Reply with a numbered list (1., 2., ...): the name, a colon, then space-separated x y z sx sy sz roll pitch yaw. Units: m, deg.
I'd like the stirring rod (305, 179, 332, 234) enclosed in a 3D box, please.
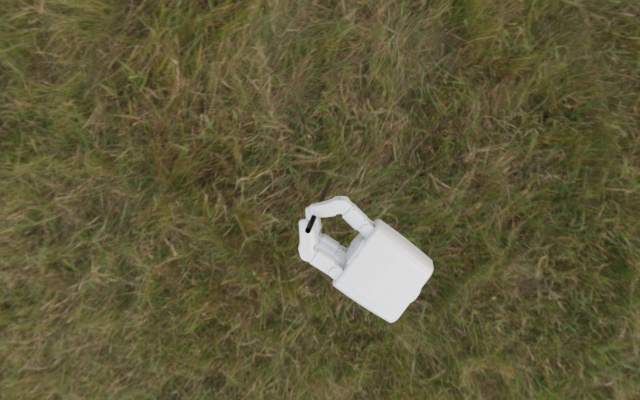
1. stirring rod: 0.000 0.002 0.756 0.011 0.011 0.239 0 19 9
